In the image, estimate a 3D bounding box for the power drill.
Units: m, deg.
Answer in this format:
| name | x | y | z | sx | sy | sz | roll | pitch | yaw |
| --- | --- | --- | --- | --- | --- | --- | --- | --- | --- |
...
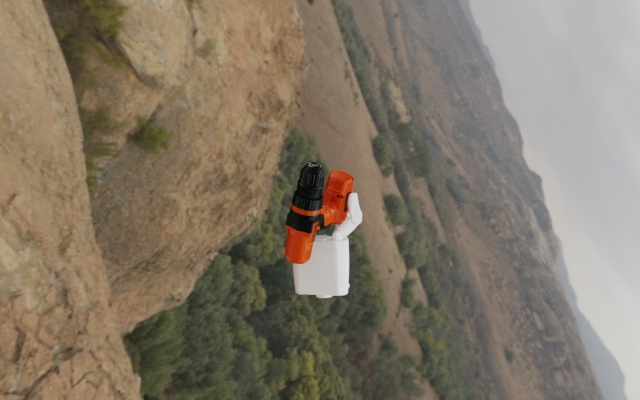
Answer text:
| name | x | y | z | sx | sy | sz | roll | pitch | yaw |
| --- | --- | --- | --- | --- | --- | --- | --- | --- | --- |
| power drill | 0.000 | 0.003 | 0.862 | 0.057 | 0.184 | 0.187 | 21 | 25 | 19 |
